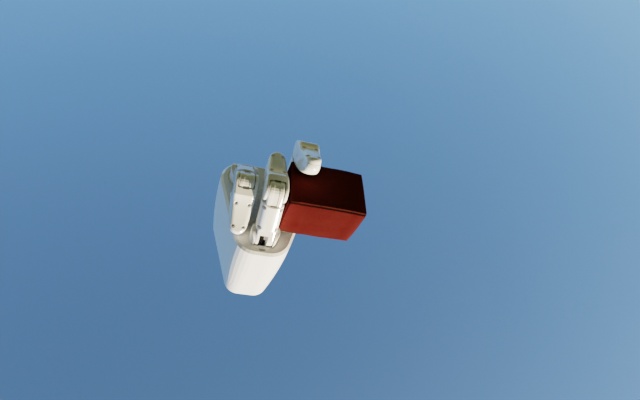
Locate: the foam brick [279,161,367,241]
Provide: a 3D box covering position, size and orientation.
[{"bbox_3d":[0.000,0.002,0.484,0.078,0.053,0.051,10,-39,-14],"label":"foam brick"}]
